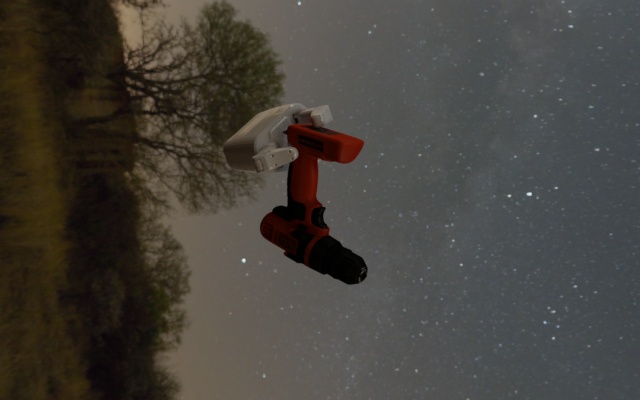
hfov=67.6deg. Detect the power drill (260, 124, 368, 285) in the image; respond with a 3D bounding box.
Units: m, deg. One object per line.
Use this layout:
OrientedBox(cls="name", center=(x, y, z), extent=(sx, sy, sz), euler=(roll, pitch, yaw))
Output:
OrientedBox(cls="power drill", center=(0.000, 0.002, 0.638), extent=(0.184, 0.188, 0.057), euler=(24, 20, 34))
